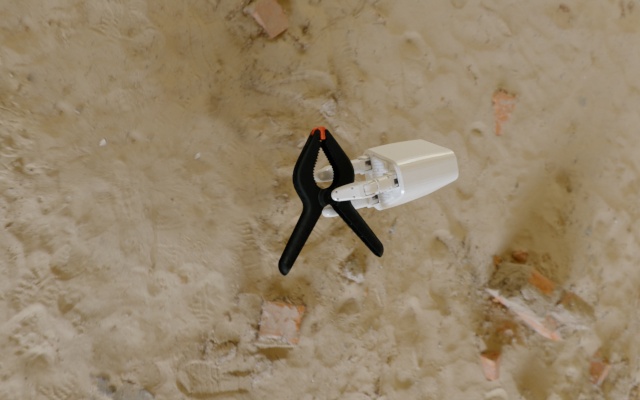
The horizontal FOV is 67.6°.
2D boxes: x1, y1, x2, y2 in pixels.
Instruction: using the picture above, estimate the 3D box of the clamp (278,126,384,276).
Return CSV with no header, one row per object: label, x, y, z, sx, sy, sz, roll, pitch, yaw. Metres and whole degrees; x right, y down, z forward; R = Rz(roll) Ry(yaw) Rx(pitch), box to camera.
clamp,0.001,0.002,0.684,0.164,0.210,0.036,-15,7,-22
